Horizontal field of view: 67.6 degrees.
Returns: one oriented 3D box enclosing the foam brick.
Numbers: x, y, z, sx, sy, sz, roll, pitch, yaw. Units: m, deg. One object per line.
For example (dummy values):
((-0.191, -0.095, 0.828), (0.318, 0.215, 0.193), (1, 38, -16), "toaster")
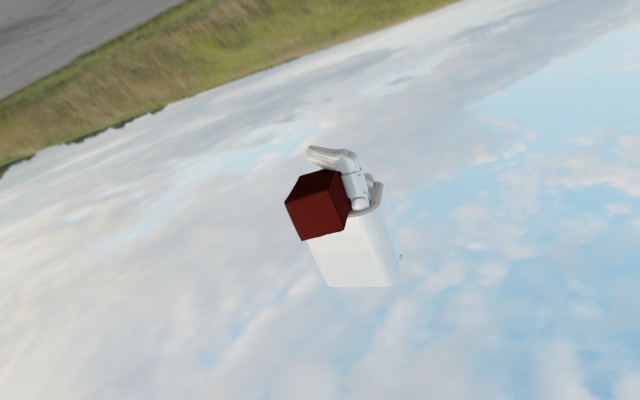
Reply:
((0.000, 0.002, 0.536), (0.053, 0.051, 0.078), (-15, 20, 18), "foam brick")
